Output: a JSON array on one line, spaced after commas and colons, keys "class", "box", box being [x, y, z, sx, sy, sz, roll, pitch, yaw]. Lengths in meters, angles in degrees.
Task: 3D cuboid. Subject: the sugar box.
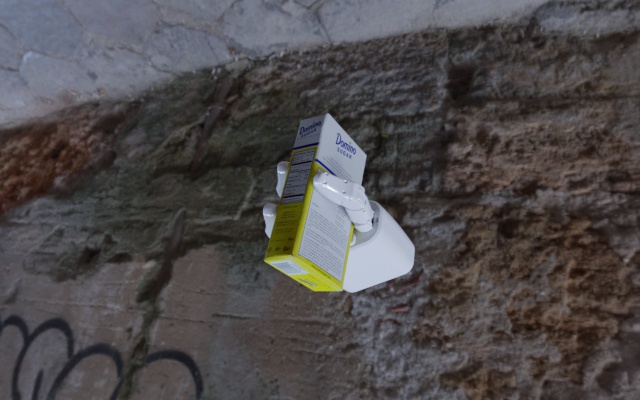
[{"class": "sugar box", "box": [0.000, 0.002, 0.531, 0.048, 0.176, 0.093, -10, -35, 34]}]
